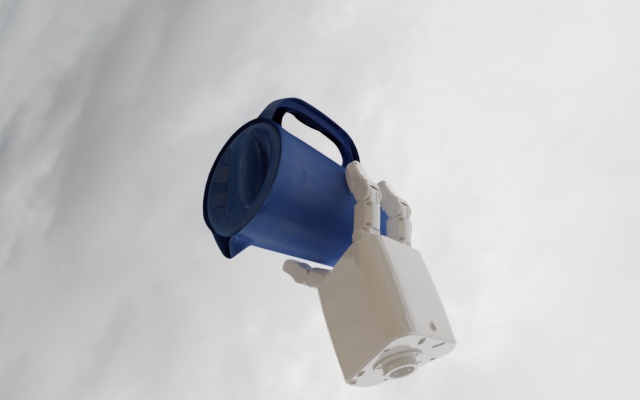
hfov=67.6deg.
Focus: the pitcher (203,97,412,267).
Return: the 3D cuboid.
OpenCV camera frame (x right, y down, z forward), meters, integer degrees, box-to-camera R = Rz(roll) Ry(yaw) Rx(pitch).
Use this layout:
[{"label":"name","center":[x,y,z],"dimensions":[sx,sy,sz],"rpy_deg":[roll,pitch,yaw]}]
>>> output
[{"label":"pitcher","center":[0.000,0.002,0.563],"dimensions":[0.243,0.145,0.149],"rpy_deg":[24,-58,-39]}]
